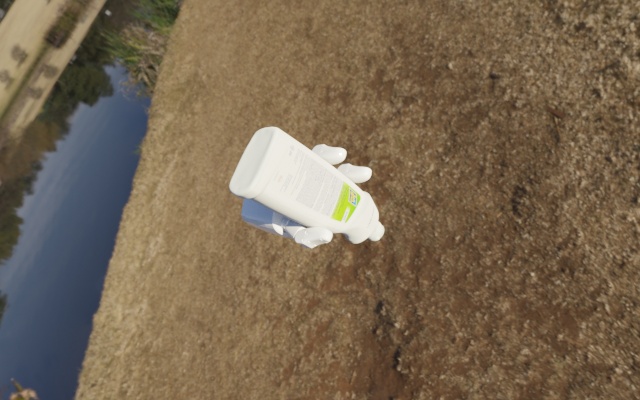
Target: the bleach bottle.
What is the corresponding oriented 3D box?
[{"bbox_3d":[0.000,0.002,0.670,0.251,0.102,0.068,33,-17,-36],"label":"bleach bottle"}]
